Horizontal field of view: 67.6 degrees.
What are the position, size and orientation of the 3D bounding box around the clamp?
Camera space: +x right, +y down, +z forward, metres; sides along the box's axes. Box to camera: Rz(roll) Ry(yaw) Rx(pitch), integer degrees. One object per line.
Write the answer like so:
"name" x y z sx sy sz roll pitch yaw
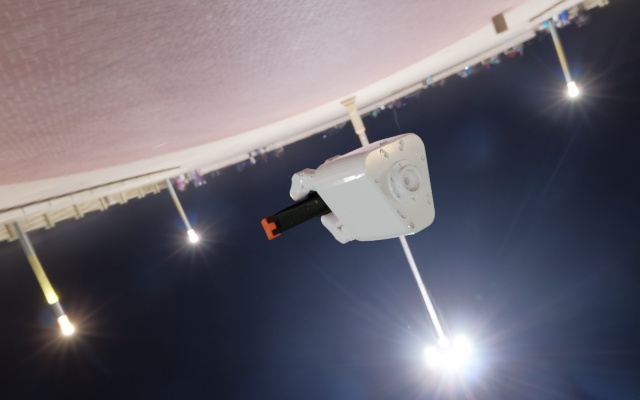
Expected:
"clamp" 0.000 0.003 0.694 0.210 0.036 0.164 -26 3 -29
